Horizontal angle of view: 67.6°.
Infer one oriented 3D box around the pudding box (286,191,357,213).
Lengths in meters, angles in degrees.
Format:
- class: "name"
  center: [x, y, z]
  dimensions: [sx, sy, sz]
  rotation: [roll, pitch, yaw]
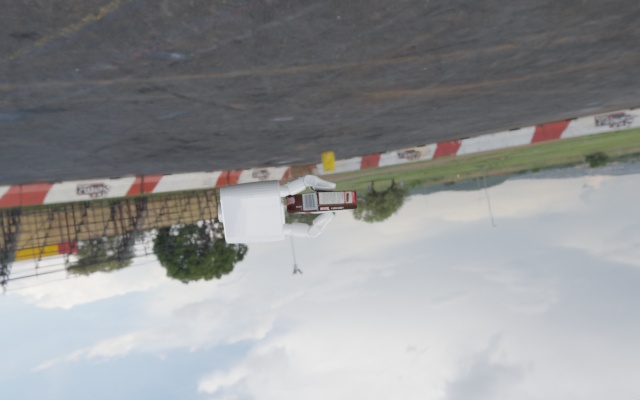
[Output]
- class: "pudding box"
  center: [0.000, 0.003, 0.895]
  dimensions: [0.090, 0.039, 0.113]
  rotation: [-4, 1, -33]
